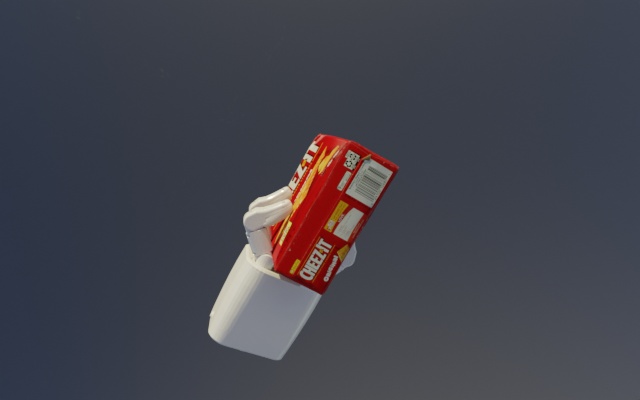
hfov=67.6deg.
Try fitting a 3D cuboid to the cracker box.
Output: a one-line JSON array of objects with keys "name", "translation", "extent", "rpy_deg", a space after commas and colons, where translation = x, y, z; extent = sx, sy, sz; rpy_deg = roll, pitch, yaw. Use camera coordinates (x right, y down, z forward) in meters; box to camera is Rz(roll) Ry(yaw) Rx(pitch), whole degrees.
[{"name": "cracker box", "translation": [0.000, 0.002, 0.606], "extent": [0.072, 0.164, 0.213], "rpy_deg": [29, 4, -13]}]
